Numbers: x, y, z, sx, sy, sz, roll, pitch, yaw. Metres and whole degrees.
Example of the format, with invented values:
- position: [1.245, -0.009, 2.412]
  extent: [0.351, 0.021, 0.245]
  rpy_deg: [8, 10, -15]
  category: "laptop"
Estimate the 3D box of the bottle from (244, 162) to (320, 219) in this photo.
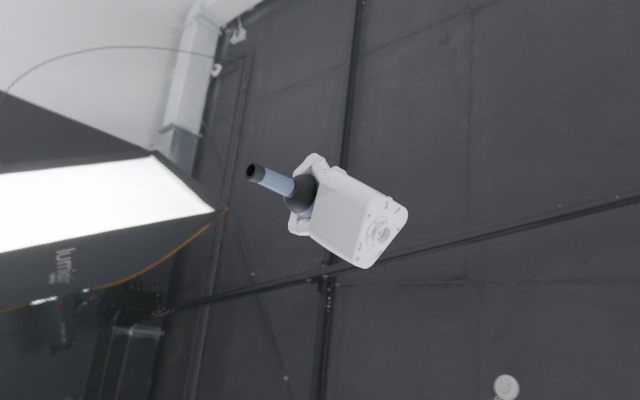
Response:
- position: [0.000, 0.003, 0.770]
  extent: [0.069, 0.069, 0.296]
  rpy_deg: [0, -18, 45]
  category: "bottle"
